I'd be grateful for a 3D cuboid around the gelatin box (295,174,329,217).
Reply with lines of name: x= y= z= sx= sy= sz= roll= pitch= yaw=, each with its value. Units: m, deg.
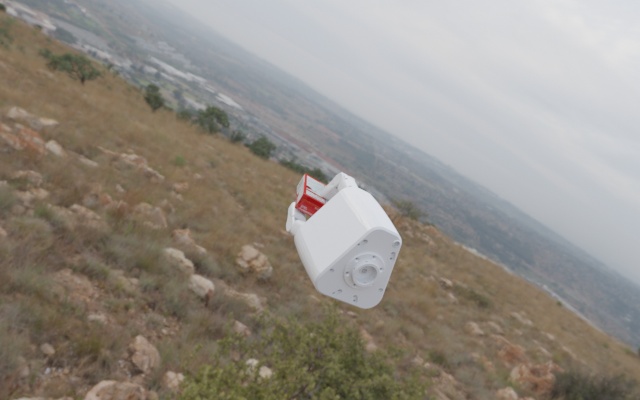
gelatin box: x=0.000 y=0.002 z=0.717 sx=0.073 sy=0.030 sz=0.089 roll=30 pitch=19 yaw=-12
